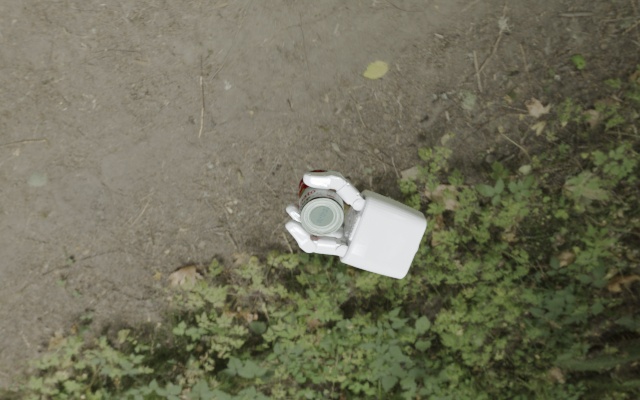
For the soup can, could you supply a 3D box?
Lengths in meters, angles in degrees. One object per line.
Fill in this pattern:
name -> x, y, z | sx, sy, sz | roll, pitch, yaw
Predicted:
soup can -> 0.000, 0.002, 0.747 | 0.068, 0.068, 0.102 | 0, 27, -3
